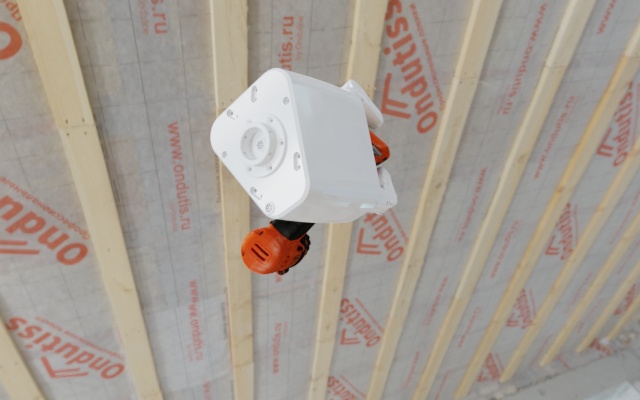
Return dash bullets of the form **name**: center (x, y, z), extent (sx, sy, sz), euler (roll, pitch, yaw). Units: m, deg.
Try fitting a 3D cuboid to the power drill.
- **power drill**: center (0.000, 0.001, 0.539), extent (0.057, 0.187, 0.184), euler (39, 5, 6)
